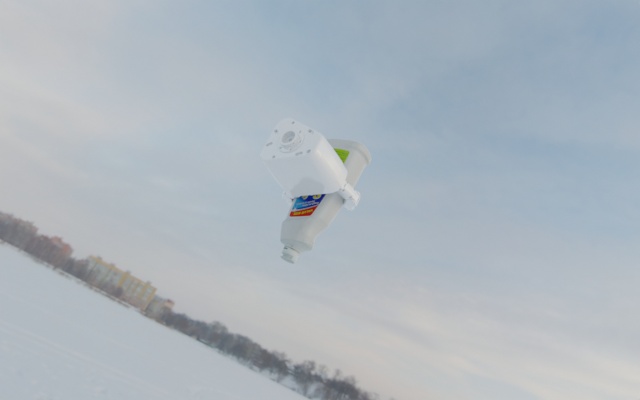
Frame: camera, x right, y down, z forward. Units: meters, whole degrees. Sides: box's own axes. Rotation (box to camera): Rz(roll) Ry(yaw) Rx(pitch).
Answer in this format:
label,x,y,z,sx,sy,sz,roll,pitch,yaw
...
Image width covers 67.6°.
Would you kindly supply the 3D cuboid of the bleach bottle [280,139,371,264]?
label,x,y,z,sx,sy,sz,roll,pitch,yaw
bleach bottle,0.000,0.003,0.892,0.102,0.250,0.068,12,-25,35
